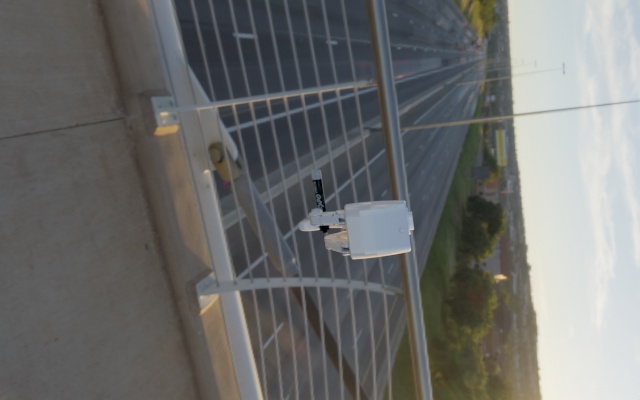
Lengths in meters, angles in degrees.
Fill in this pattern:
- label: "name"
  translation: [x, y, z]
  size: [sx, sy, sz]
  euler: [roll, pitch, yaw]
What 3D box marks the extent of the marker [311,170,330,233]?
- label: "marker"
  translation: [0.000, 0.003, 0.895]
  size: [0.020, 0.121, 0.020]
  euler: [-8, 14, 2]
